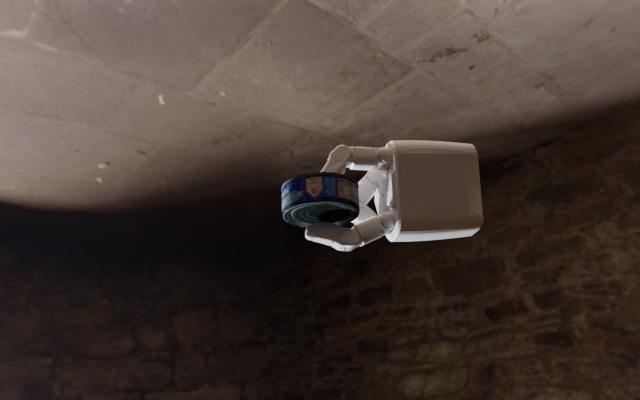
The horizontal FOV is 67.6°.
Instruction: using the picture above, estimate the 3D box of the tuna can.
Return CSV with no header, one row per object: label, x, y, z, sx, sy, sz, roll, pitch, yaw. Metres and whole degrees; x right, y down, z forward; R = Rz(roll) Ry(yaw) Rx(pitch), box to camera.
tuna can,0.000,0.002,0.521,0.086,0.033,0.086,-2,-22,-1
